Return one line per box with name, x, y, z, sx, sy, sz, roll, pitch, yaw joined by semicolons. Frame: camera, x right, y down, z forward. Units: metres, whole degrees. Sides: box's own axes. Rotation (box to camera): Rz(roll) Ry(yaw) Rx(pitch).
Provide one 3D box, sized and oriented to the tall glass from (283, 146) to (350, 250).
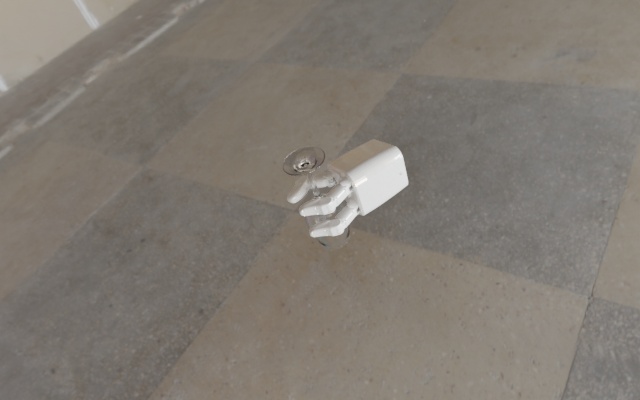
tall glass;0.000;0.002;0.858;0.079;0.079;0.201;0;-44;23
